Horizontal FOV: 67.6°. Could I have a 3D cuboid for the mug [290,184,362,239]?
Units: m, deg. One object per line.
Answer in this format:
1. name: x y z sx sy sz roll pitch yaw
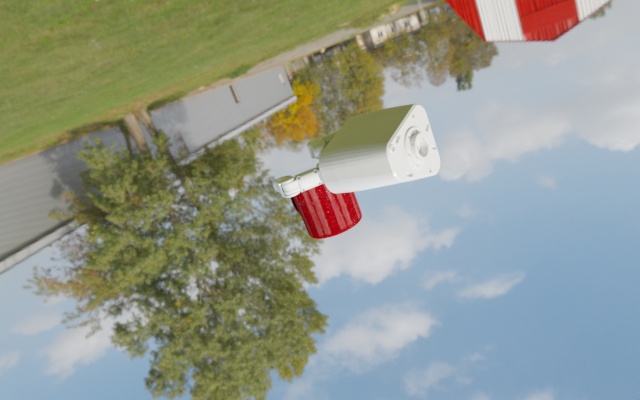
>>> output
1. mug: -0.001 0.003 0.679 0.117 0.081 0.093 -7 21 46
